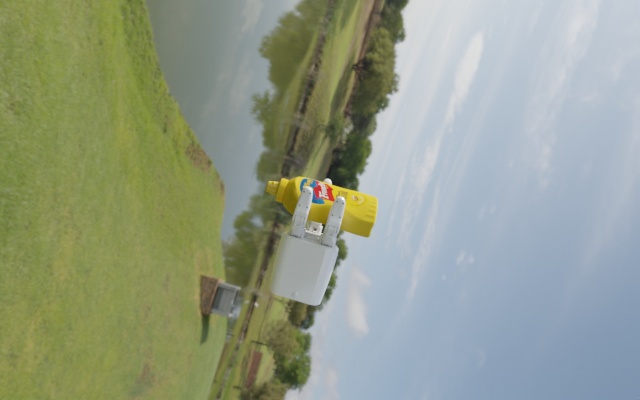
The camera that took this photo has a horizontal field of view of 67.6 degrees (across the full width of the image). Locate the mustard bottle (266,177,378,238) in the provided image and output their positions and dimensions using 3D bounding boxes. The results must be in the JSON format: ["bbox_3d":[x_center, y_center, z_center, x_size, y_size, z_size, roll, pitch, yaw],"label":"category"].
[{"bbox_3d":[0.000,0.002,0.821,0.191,0.058,0.096,16,32,0],"label":"mustard bottle"}]
